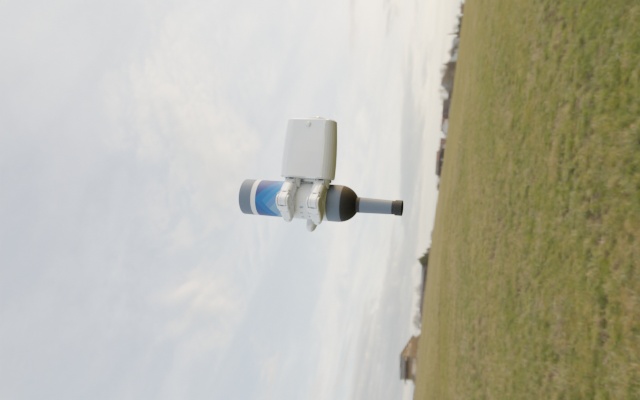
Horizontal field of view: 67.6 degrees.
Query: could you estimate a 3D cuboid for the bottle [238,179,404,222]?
[{"bbox_3d":[0.000,0.003,0.860,0.295,0.069,0.069,4,1,17],"label":"bottle"}]
